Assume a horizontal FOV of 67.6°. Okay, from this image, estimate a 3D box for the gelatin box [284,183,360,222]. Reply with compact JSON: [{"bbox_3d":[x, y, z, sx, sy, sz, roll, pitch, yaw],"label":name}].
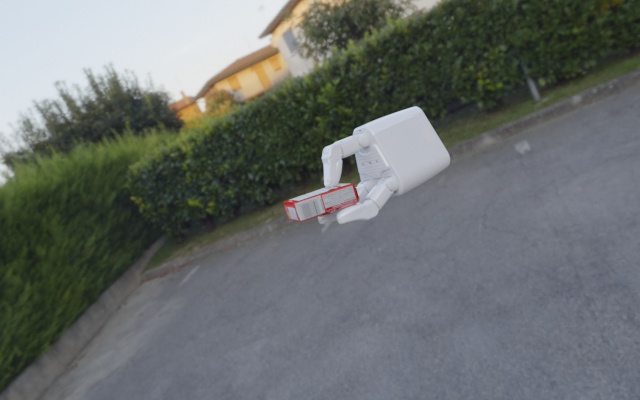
[{"bbox_3d":[0.000,0.002,0.660,0.089,0.030,0.073,-18,6,-15],"label":"gelatin box"}]
